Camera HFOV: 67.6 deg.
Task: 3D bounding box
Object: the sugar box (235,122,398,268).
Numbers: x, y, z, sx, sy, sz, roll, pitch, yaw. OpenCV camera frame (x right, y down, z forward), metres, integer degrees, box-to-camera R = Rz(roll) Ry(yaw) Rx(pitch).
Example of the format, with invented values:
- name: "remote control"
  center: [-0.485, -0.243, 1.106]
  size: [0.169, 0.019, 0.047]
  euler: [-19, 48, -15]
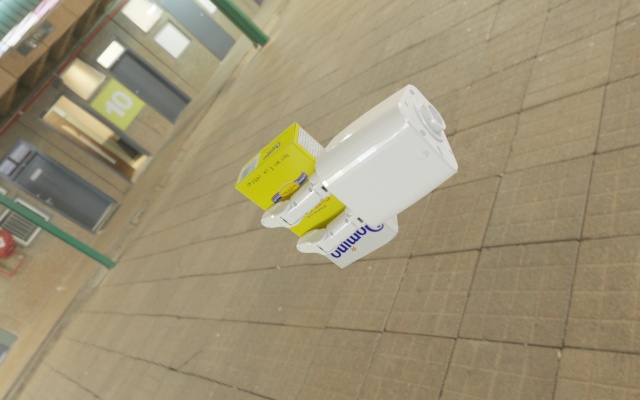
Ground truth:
- name: "sugar box"
  center: [0.000, 0.002, 0.547]
  size: [0.093, 0.048, 0.176]
  euler: [-35, -62, 29]
